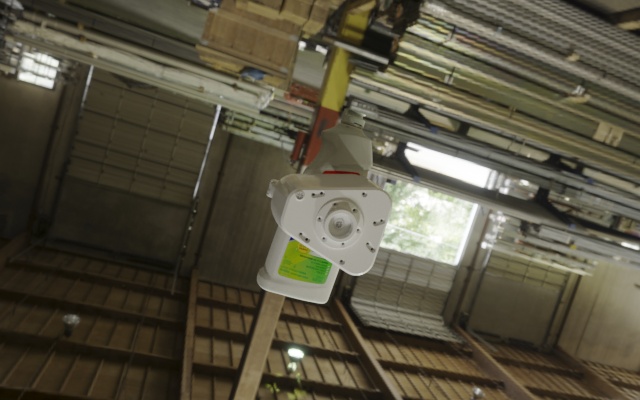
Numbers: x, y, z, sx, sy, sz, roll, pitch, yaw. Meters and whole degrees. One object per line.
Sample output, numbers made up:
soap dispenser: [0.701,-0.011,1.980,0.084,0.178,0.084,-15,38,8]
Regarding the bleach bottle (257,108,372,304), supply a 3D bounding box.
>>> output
bleach bottle: [0.000,0.002,0.627,0.102,0.251,0.068,16,5,-11]
